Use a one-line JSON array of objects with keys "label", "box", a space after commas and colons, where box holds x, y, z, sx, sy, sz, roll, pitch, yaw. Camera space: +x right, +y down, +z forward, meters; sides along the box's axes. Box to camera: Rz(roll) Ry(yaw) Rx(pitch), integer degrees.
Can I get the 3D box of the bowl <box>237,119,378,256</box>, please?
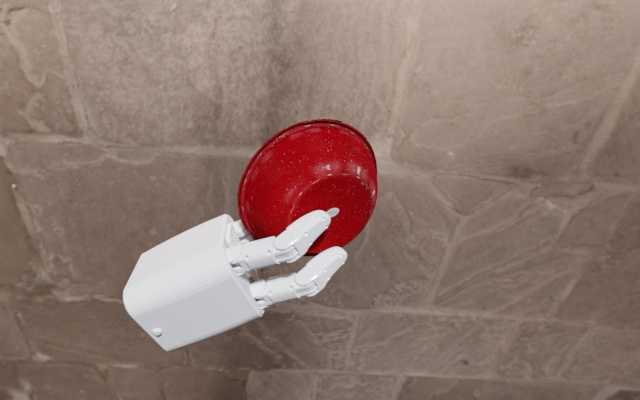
[{"label": "bowl", "box": [0.001, 0.001, 0.490, 0.162, 0.162, 0.055, 0, 29, -28]}]
